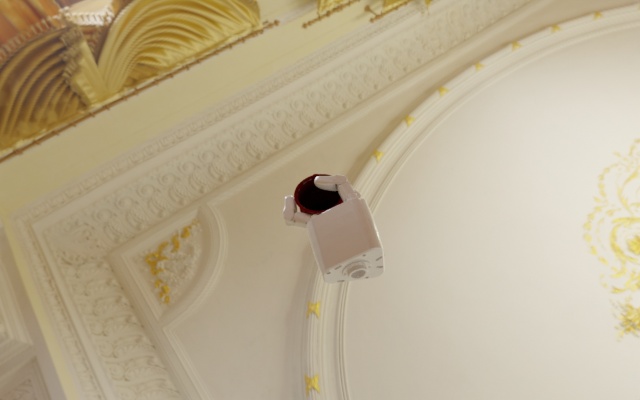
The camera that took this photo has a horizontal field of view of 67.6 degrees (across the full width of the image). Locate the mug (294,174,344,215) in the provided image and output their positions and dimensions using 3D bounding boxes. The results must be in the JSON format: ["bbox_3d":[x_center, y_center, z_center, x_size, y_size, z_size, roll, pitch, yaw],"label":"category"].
[{"bbox_3d":[0.000,0.002,0.893,0.093,0.117,0.082,-13,-40,-3],"label":"mug"}]
